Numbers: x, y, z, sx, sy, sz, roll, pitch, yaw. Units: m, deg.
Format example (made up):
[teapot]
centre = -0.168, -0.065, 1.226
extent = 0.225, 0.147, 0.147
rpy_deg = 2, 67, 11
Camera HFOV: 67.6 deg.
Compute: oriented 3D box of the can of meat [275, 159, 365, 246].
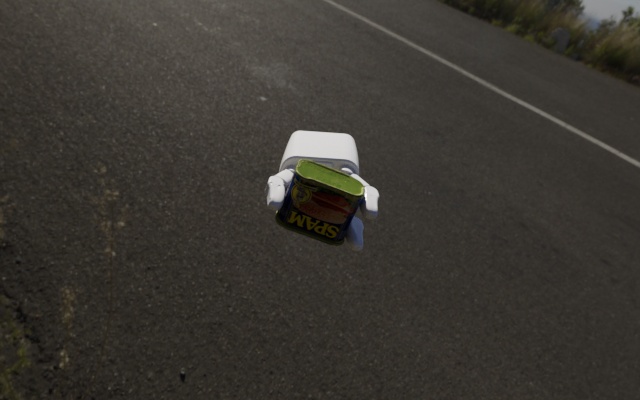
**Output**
[can of meat]
centre = 0.000, 0.002, 0.643
extent = 0.102, 0.084, 0.057
rpy_deg = 20, 30, -5
